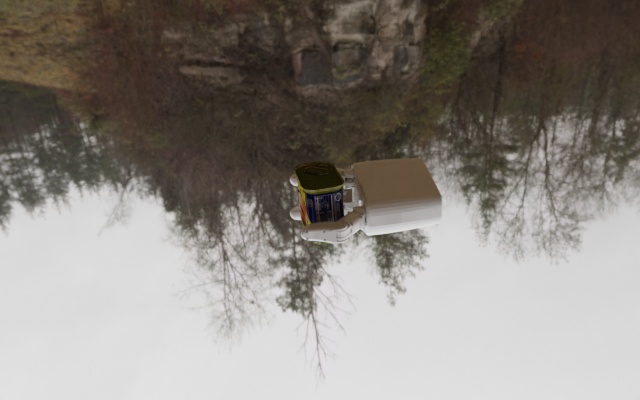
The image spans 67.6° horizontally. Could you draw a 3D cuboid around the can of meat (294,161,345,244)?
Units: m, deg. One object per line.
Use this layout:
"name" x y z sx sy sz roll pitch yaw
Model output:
"can of meat" 0.000 0.003 0.665 0.057 0.084 0.102 -9 25 -9
